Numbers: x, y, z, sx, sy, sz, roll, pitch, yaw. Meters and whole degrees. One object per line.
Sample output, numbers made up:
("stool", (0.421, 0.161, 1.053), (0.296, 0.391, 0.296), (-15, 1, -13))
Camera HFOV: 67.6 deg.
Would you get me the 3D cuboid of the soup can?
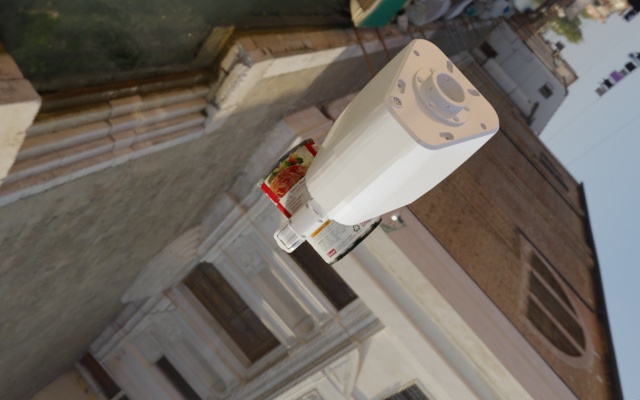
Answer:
("soup can", (0.000, 0.002, 0.448), (0.068, 0.102, 0.068), (-42, -2, -2))
